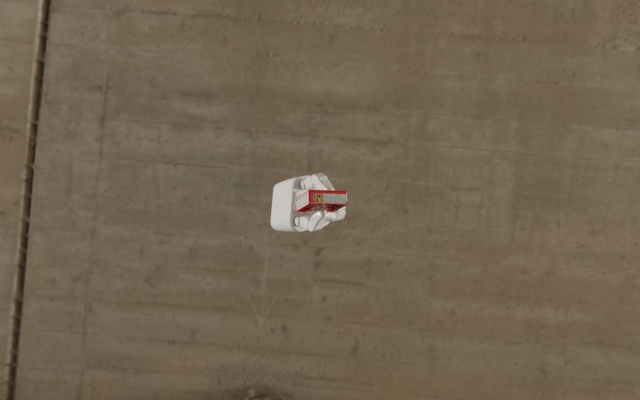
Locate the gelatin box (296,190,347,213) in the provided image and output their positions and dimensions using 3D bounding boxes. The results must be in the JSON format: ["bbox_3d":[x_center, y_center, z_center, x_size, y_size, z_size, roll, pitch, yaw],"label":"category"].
[{"bbox_3d":[0.000,0.002,0.888,0.073,0.030,0.089,2,-11,-19],"label":"gelatin box"}]
